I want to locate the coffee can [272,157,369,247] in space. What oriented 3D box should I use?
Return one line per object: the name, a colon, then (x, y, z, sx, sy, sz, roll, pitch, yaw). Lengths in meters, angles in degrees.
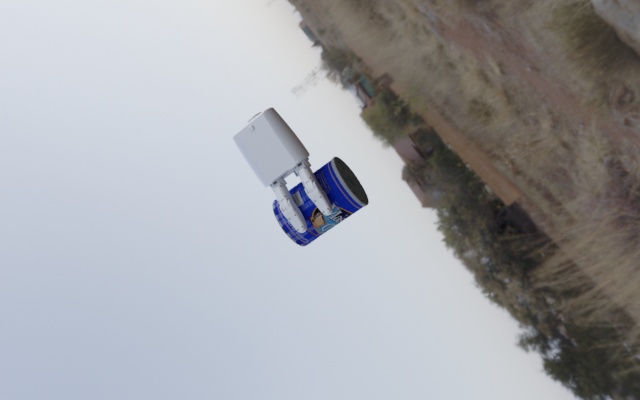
coffee can: (0.000, 0.003, 0.854, 0.140, 0.103, 0.103, -35, -12, 17)
